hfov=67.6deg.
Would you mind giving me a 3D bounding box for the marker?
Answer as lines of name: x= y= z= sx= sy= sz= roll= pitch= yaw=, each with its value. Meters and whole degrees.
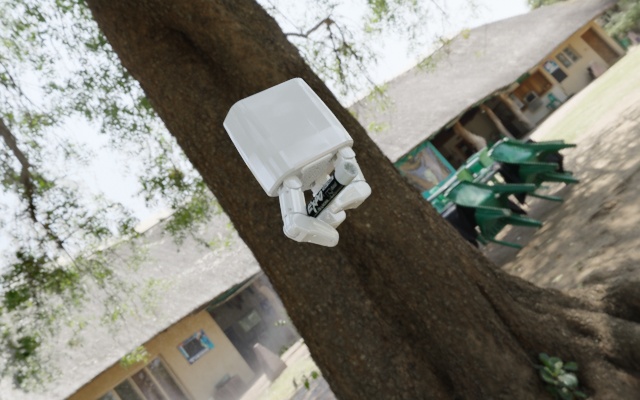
marker: x=0.000 y=0.002 z=0.504 sx=0.020 sy=0.020 sz=0.121 roll=0 pitch=-33 yaw=-35
